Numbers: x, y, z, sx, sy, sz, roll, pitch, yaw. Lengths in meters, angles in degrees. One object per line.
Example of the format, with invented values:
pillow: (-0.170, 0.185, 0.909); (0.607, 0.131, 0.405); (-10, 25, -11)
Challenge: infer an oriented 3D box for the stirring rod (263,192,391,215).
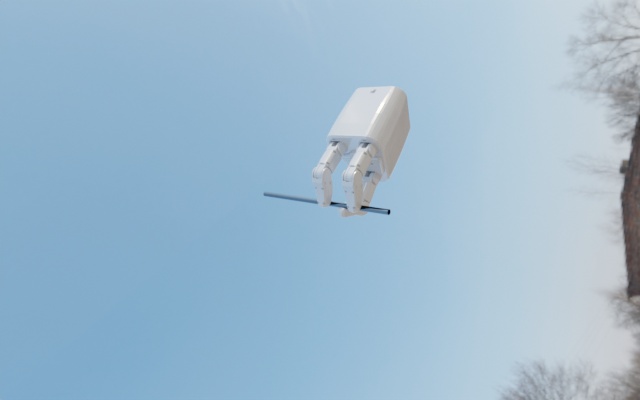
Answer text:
stirring rod: (0.000, 0.002, 0.719); (0.239, 0.011, 0.011); (8, 5, 39)
